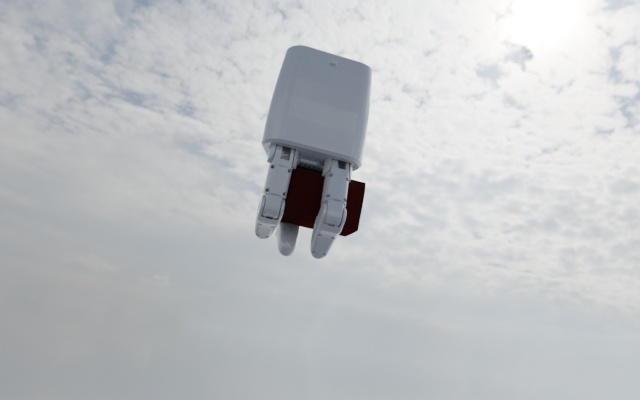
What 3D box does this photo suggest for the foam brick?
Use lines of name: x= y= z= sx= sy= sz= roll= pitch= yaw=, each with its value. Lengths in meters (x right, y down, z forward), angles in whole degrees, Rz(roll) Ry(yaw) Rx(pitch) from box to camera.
foam brick: x=0.000 y=0.002 z=0.485 sx=0.078 sy=0.051 sz=0.053 roll=14 pitch=-12 yaw=-11
